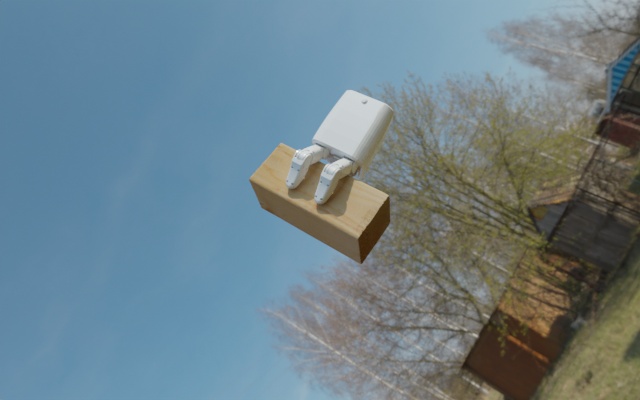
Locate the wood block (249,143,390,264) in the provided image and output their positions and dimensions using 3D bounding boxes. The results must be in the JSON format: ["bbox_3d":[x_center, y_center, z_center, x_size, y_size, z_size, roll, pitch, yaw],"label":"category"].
[{"bbox_3d":[0.000,0.002,0.768,0.206,0.090,0.091,28,-24,24],"label":"wood block"}]
